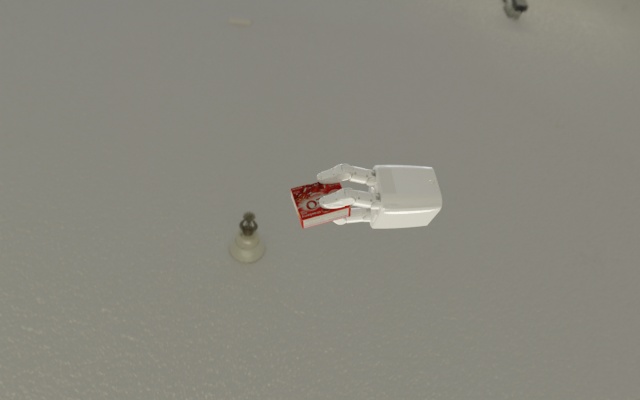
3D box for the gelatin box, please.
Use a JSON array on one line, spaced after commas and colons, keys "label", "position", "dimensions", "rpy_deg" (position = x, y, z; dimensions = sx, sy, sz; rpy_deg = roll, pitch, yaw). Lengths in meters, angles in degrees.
[{"label": "gelatin box", "position": [0.000, 0.003, 0.826], "dimensions": [0.089, 0.073, 0.030], "rpy_deg": [-15, -37, -9]}]
